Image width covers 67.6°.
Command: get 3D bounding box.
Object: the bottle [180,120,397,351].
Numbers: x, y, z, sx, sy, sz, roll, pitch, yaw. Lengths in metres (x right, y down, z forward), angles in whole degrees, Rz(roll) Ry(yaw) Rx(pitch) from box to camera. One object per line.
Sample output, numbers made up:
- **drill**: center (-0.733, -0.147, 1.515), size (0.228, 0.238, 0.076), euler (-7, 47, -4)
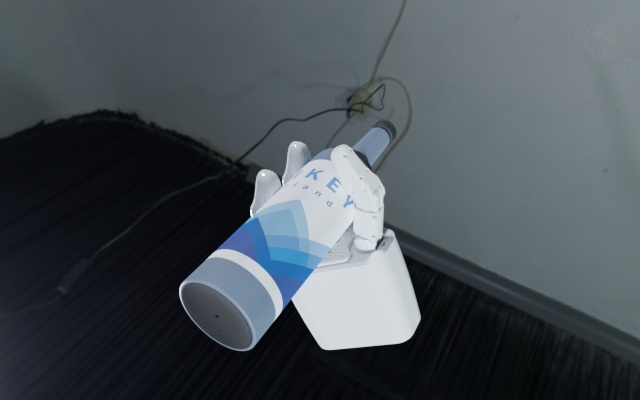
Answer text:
- **bottle**: center (0.000, 0.001, 0.430), size (0.069, 0.069, 0.295), euler (0, 32, 36)
